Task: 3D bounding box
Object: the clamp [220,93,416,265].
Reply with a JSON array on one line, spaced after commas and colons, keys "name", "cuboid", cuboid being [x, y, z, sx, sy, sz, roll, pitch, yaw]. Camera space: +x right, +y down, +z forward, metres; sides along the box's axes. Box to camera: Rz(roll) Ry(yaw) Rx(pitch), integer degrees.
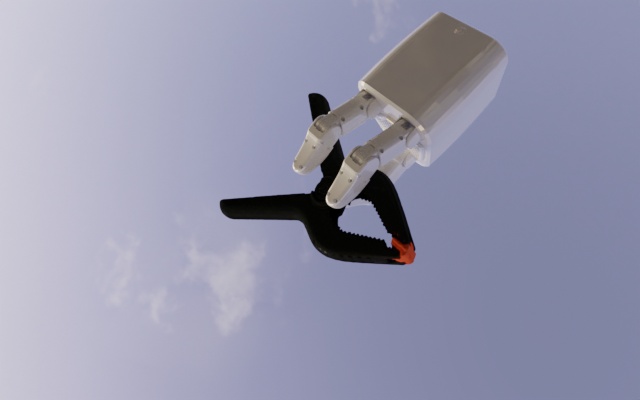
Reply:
[{"name": "clamp", "cuboid": [0.001, 0.002, 0.466, 0.210, 0.164, 0.036, 45, 2, 33]}]
